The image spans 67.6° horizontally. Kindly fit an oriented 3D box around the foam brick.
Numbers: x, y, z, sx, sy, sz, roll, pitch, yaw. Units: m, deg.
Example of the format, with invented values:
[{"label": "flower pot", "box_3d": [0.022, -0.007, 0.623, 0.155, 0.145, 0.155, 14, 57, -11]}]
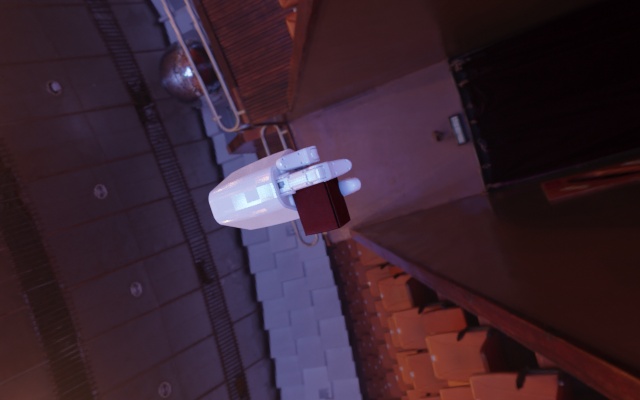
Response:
[{"label": "foam brick", "box_3d": [0.000, 0.002, 0.642, 0.051, 0.078, 0.053, -18, 1, 21]}]
